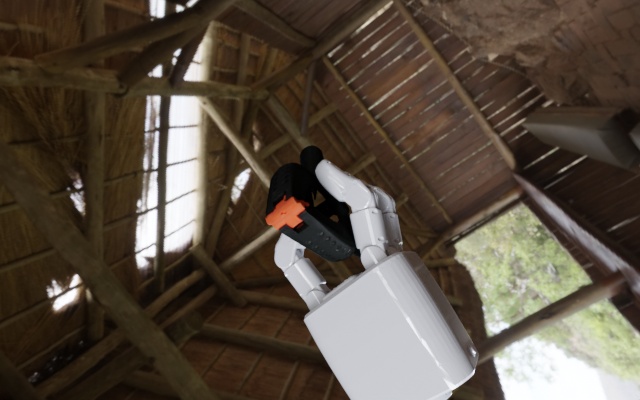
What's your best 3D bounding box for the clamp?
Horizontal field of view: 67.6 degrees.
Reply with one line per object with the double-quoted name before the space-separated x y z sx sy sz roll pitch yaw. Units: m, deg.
"clamp" -0.001 0.002 0.435 0.036 0.164 0.210 -39 -17 14
